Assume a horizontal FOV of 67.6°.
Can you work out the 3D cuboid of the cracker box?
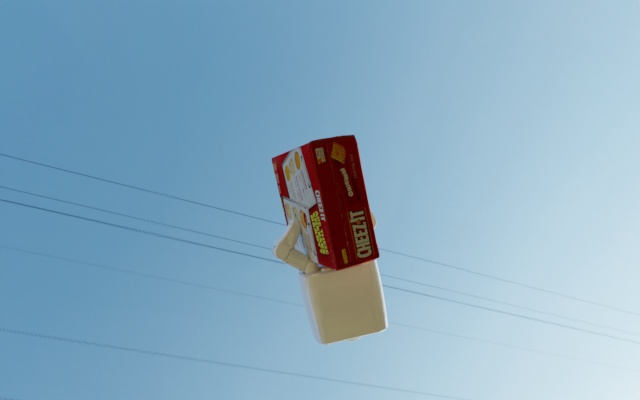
[{"bbox_3d":[0.000,0.002,0.689,0.072,0.164,0.213,-14,4,-18],"label":"cracker box"}]
